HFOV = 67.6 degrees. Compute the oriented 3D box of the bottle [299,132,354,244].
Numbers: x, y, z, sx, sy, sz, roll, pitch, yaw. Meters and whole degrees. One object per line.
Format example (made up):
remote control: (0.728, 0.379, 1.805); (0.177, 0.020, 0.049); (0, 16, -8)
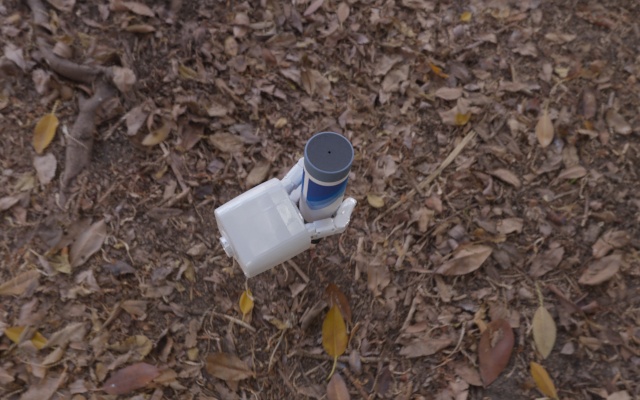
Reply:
bottle: (0.000, 0.002, 0.766); (0.069, 0.069, 0.296); (0, -27, -5)
